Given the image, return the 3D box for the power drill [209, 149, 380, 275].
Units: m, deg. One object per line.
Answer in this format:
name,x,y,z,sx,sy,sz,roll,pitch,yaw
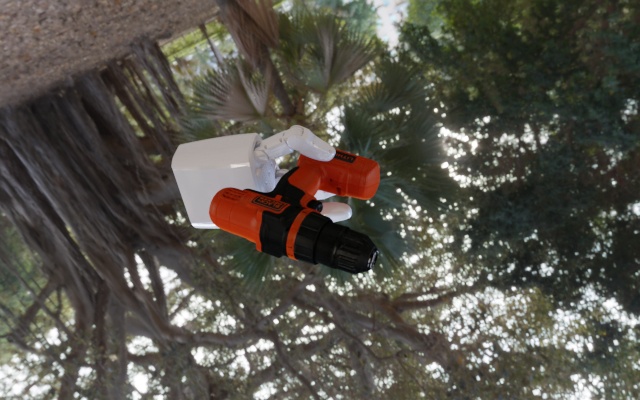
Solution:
power drill,0.000,0.002,0.533,0.184,0.057,0.187,19,31,20
